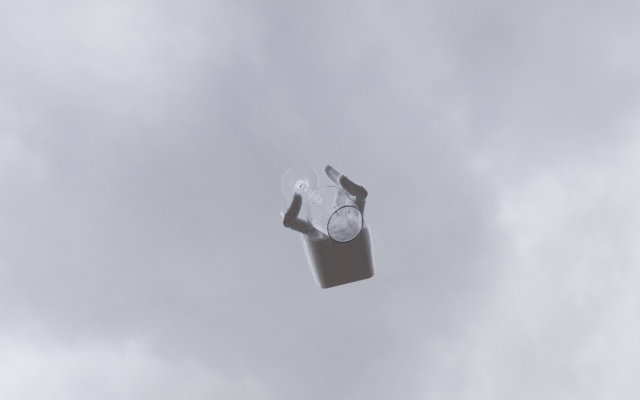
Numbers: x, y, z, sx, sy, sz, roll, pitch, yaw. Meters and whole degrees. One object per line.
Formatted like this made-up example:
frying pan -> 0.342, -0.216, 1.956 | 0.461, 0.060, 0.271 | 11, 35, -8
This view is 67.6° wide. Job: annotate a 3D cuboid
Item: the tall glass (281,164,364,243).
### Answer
tall glass -> 0.000, 0.002, 0.804 | 0.079, 0.079, 0.201 | 0, 20, -24
